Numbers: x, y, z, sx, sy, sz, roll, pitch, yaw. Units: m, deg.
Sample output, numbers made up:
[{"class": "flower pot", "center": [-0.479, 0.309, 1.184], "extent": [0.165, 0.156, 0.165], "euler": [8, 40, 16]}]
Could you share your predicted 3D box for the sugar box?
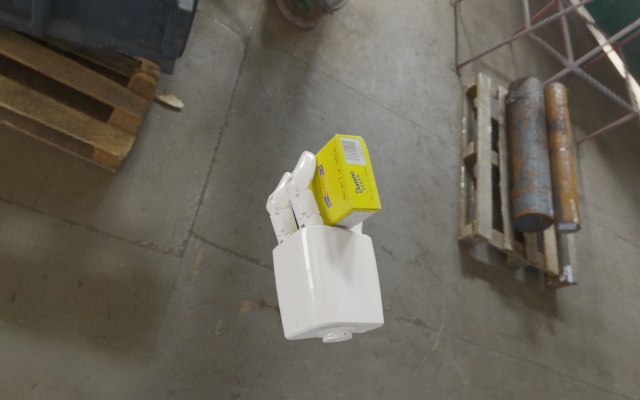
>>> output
[{"class": "sugar box", "center": [0.000, 0.002, 0.589], "extent": [0.048, 0.093, 0.176], "euler": [3, -26, -32]}]
